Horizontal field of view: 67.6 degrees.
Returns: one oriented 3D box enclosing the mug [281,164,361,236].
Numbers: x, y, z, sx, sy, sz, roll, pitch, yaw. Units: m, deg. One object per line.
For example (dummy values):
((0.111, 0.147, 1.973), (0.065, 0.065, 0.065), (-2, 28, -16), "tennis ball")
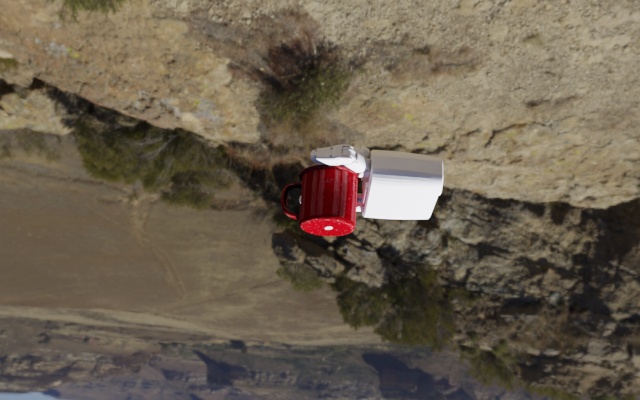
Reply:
((-0.001, 0.002, 0.701), (0.117, 0.081, 0.093), (4, -21, 0), "mug")
